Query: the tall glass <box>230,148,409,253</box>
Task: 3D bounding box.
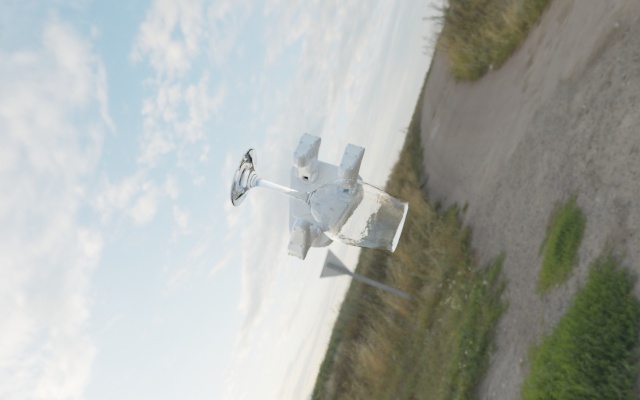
[{"bbox_3d":[-0.001,0.002,0.570,0.201,0.079,0.079,18,2,8],"label":"tall glass"}]
